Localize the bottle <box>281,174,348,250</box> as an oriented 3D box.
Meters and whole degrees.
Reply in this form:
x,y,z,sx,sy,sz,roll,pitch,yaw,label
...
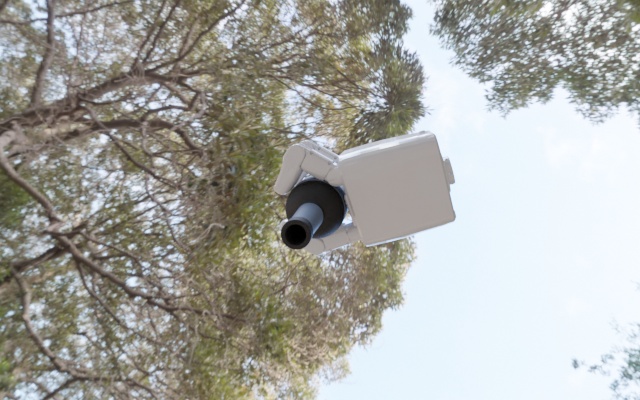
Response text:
x,y,z,sx,sy,sz,roll,pitch,yaw,label
0.000,0.002,0.558,0.069,0.069,0.295,0,11,9,bottle
